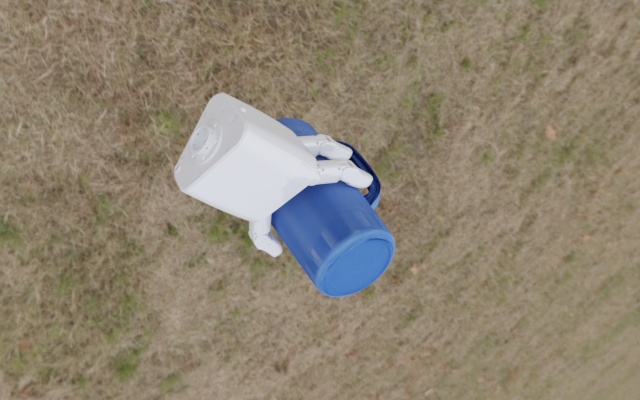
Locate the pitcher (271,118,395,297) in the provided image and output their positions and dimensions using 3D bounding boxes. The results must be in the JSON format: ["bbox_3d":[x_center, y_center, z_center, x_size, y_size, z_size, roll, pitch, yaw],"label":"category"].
[{"bbox_3d":[0.000,0.002,0.631,0.145,0.149,0.242,29,18,-46],"label":"pitcher"}]
